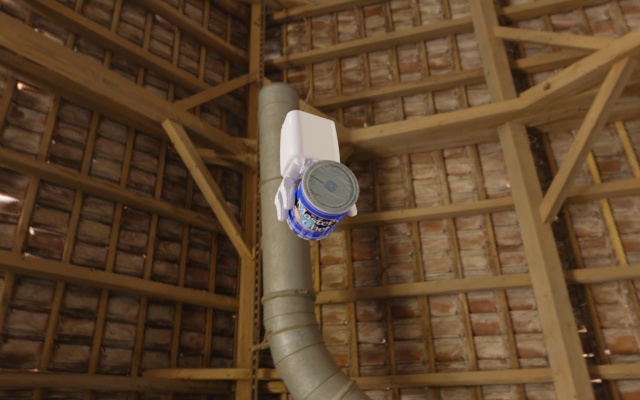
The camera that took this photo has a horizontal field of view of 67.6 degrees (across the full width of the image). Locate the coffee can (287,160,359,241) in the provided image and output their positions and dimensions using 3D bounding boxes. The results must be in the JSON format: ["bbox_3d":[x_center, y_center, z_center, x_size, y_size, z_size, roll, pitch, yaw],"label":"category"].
[{"bbox_3d":[0.000,0.003,0.887,0.103,0.102,0.140,0,-25,-17],"label":"coffee can"}]
